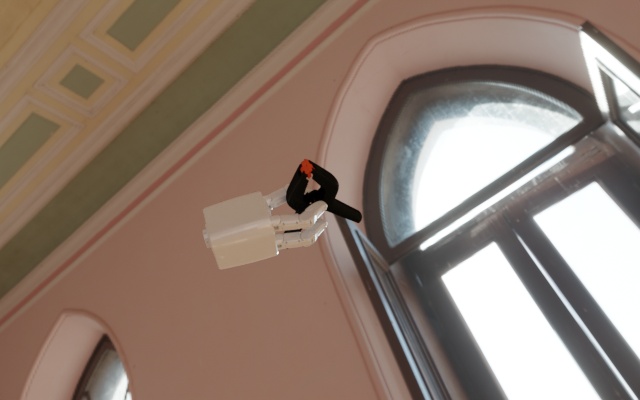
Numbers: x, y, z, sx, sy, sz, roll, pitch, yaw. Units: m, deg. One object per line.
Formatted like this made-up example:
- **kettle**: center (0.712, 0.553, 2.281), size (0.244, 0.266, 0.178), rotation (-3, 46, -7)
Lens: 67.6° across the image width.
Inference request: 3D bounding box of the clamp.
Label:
- **clamp**: center (0.000, 0.002, 0.852), size (0.164, 0.036, 0.210), rotation (-16, -37, -11)
